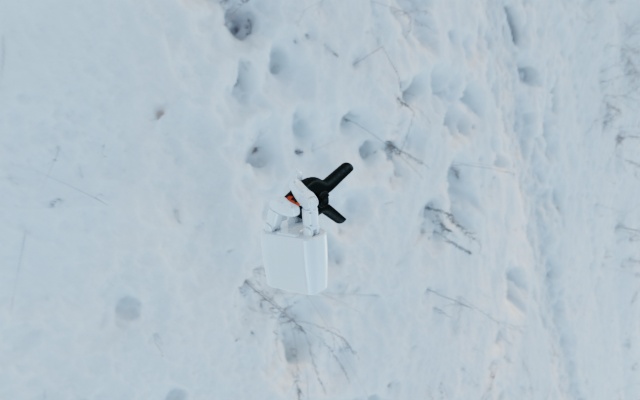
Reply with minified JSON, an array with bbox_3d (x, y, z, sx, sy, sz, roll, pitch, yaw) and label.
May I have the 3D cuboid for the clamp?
[{"bbox_3d":[0.000,0.003,0.874,0.039,0.120,0.171,14,24,43],"label":"clamp"}]
